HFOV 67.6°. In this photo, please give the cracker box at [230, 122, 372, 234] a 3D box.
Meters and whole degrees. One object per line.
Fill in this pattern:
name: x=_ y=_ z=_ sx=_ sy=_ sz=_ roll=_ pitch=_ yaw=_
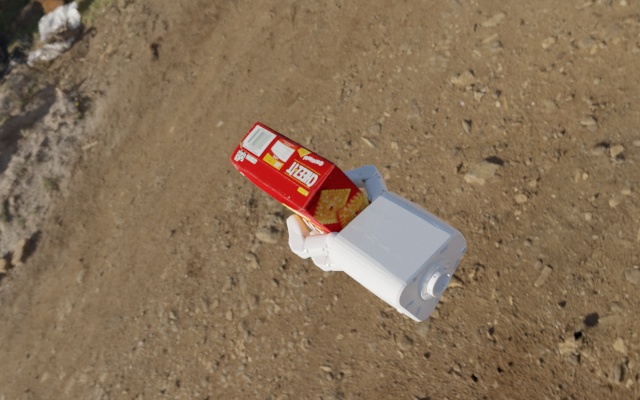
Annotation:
cracker box: x=0.000 y=0.002 z=0.640 sx=0.164 sy=0.072 sz=0.214 roll=33 pitch=-7 yaw=42
